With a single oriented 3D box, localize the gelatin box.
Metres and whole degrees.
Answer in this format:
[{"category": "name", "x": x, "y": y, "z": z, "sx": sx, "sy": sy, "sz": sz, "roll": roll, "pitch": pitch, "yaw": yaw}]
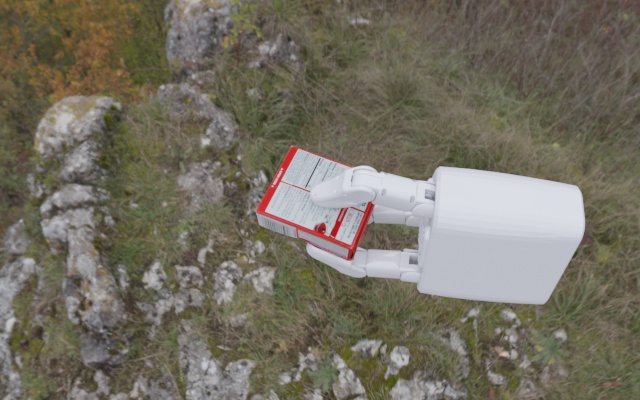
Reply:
[{"category": "gelatin box", "x": 0.000, "y": 0.001, "z": 0.410, "sx": 0.089, "sy": 0.073, "sz": 0.030, "roll": 21, "pitch": -26, "yaw": 9}]
